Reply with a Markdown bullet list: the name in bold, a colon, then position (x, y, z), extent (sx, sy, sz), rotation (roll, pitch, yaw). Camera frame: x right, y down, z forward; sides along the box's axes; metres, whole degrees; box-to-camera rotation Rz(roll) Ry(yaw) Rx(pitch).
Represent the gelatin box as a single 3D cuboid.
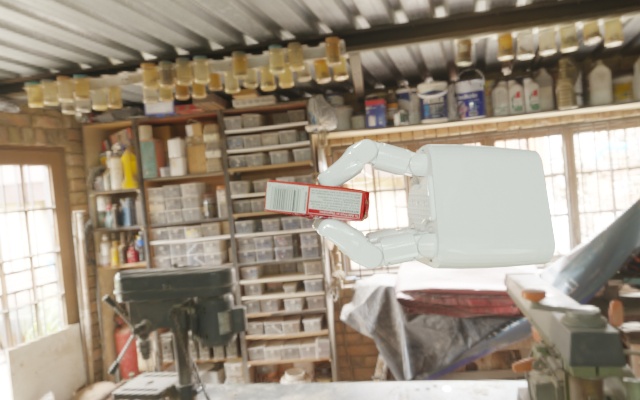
- **gelatin box**: position (0.000, 0.001, 0.439), extent (0.089, 0.030, 0.073), rotation (6, 0, 8)
